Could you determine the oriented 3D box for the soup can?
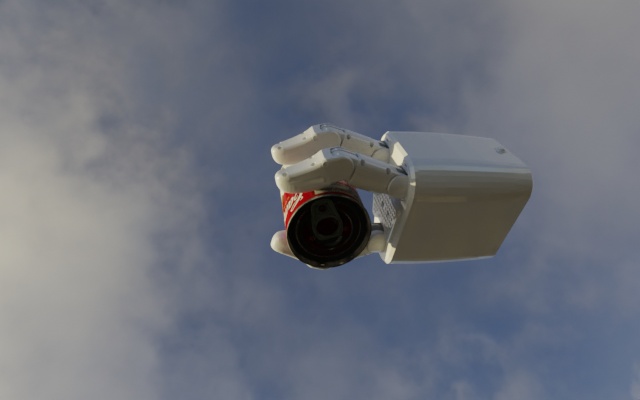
[{"bbox_3d":[0.000,0.001,0.417,0.068,0.068,0.102,0,29,-9],"label":"soup can"}]
